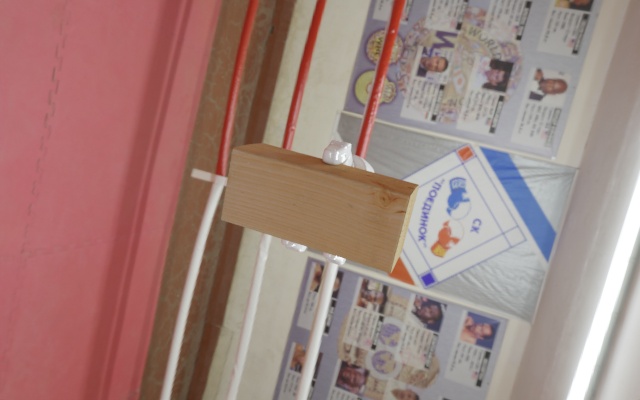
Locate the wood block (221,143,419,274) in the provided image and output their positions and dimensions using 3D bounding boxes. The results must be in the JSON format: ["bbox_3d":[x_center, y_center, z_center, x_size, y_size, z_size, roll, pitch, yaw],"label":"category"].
[{"bbox_3d":[0.000,0.002,0.562,0.206,0.091,0.090,16,14,14],"label":"wood block"}]
